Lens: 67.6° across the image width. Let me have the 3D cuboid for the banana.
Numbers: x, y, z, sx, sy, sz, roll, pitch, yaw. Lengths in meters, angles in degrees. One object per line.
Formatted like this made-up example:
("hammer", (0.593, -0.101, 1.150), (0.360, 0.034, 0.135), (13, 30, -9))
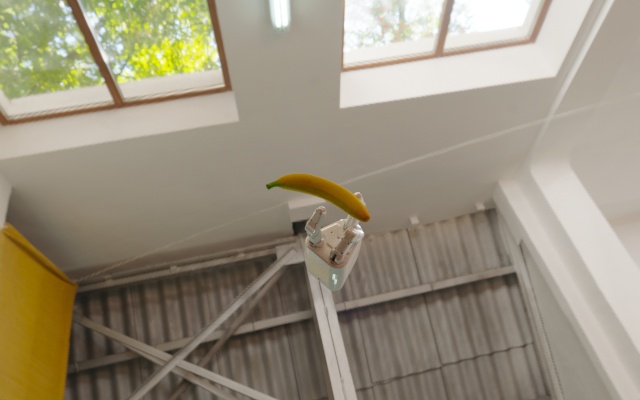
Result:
("banana", (0.003, -0.011, 0.884), (0.198, 0.069, 0.037), (17, -39, 9))
